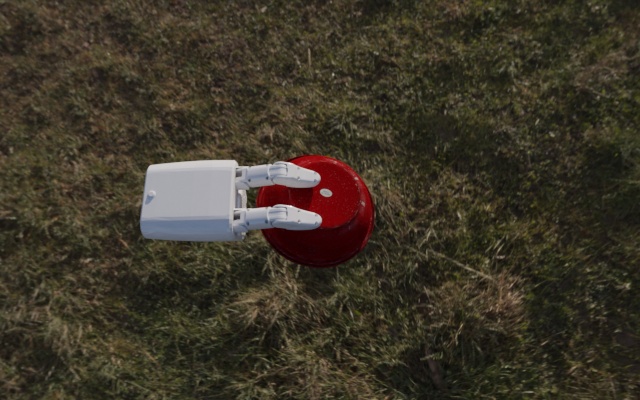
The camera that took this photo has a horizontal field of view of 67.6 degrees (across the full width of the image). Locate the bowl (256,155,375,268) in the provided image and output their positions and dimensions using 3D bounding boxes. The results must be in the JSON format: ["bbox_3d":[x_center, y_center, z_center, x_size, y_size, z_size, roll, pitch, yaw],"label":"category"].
[{"bbox_3d":[0.001,0.002,0.613,0.162,0.162,0.055,0,-22,-13],"label":"bowl"}]
